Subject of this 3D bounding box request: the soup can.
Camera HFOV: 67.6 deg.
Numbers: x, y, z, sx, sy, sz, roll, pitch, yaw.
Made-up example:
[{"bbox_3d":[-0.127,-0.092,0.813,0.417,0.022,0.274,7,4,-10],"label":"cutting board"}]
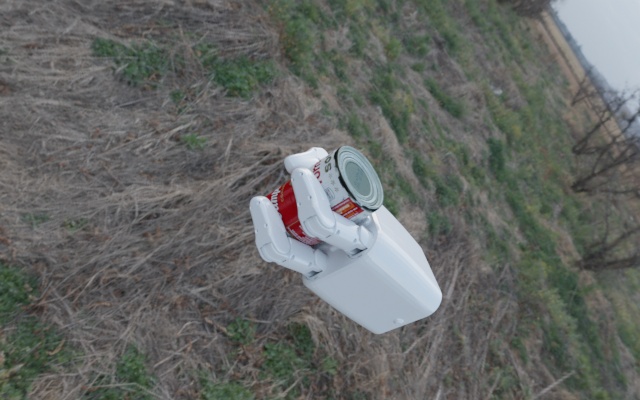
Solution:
[{"bbox_3d":[0.000,0.001,0.453,0.102,0.068,0.068,-31,-18,32],"label":"soup can"}]
